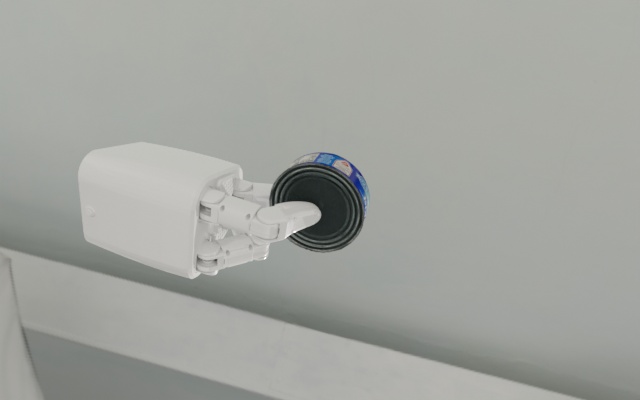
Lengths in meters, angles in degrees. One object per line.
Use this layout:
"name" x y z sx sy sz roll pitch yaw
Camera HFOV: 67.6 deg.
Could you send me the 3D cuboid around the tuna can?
"tuna can" 0.000 0.001 0.426 0.086 0.086 0.033 0 25 17
